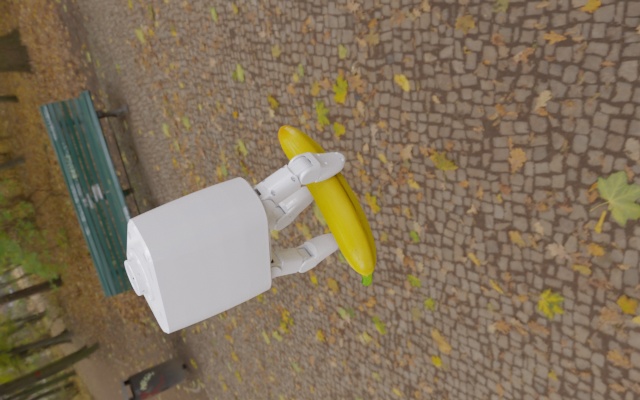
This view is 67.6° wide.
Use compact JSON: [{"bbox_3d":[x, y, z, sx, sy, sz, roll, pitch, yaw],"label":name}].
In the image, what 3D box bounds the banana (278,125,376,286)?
[{"bbox_3d":[0.008,-0.001,0.494,0.037,0.198,0.070,-24,-7,-27],"label":"banana"}]
